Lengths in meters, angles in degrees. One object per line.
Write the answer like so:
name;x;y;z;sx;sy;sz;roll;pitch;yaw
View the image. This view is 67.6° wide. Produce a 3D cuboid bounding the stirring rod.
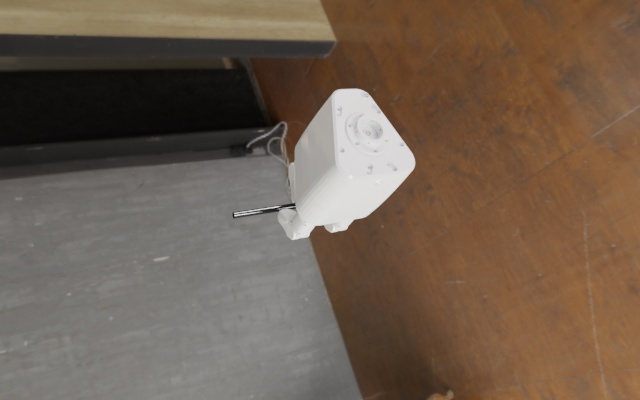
stirring rod;0.000;0.002;0.634;0.239;0.011;0.011;-9;4;-28
